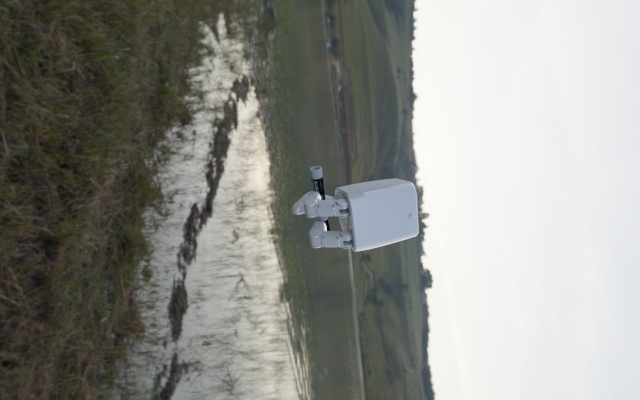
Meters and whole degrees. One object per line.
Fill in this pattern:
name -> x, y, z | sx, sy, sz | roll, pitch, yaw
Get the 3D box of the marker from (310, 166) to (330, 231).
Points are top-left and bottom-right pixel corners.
marker -> 0.000, 0.003, 0.779 | 0.020, 0.121, 0.020 | -7, 26, 3
